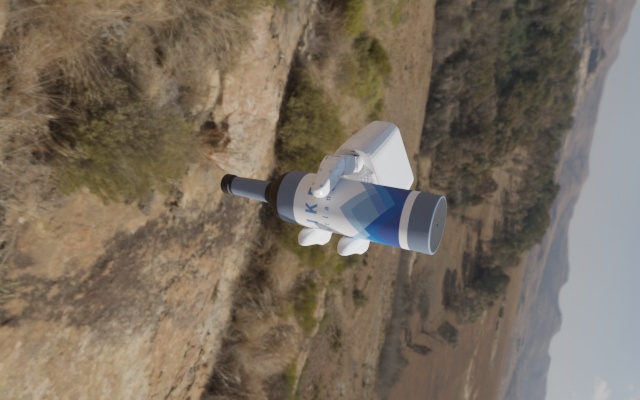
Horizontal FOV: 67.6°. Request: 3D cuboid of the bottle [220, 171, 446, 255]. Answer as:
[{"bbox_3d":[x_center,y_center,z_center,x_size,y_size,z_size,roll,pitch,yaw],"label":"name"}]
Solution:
[{"bbox_3d":[0.000,0.002,0.589,0.295,0.069,0.069,11,5,27],"label":"bottle"}]
